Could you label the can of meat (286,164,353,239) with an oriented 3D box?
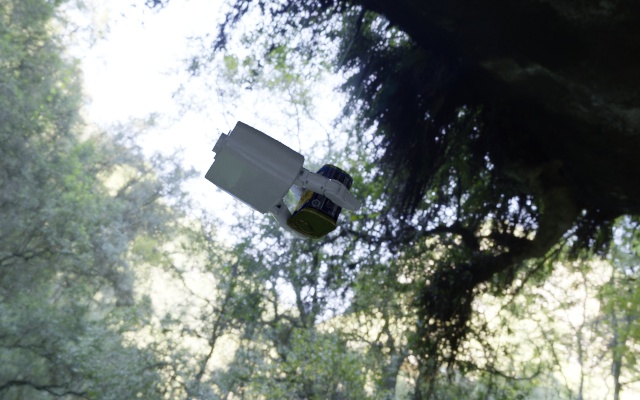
[{"bbox_3d":[0.000,0.002,0.717,0.057,0.084,0.102,29,-24,-12],"label":"can of meat"}]
